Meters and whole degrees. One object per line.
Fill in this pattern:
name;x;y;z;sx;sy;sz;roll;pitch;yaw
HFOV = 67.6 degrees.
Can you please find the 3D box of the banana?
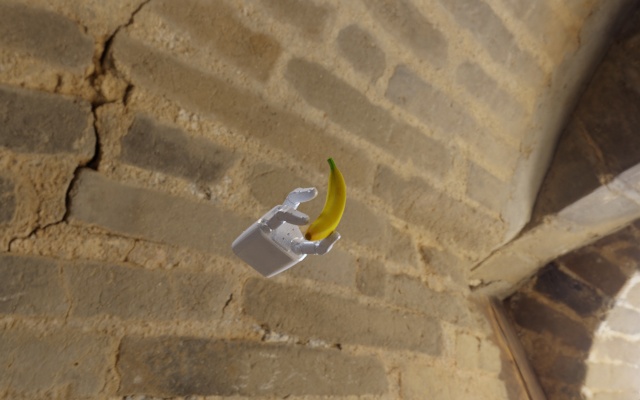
banana;0.014;0.011;0.886;0.070;0.197;0.037;38;-46;-25
